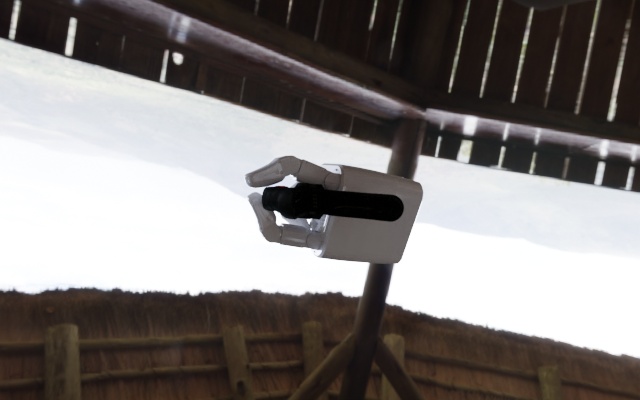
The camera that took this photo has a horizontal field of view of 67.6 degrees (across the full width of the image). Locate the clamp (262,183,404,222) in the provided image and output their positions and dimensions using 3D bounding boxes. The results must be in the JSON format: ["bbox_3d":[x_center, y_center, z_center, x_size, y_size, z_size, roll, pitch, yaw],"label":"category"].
[{"bbox_3d":[0.000,0.002,0.477,0.120,0.039,0.171,9,3,-18],"label":"clamp"}]
